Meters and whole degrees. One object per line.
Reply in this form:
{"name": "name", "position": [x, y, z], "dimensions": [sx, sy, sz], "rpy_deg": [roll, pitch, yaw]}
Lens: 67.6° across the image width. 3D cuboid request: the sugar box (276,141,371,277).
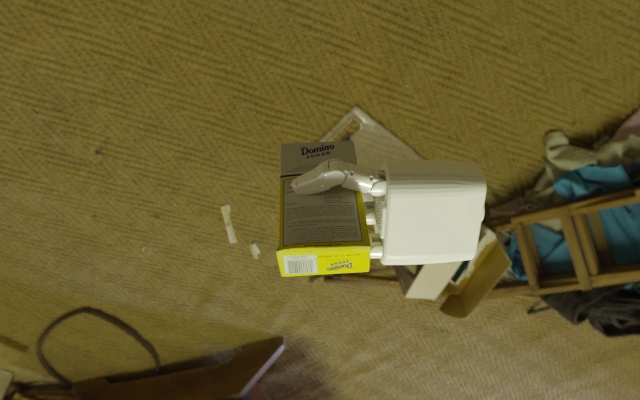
{"name": "sugar box", "position": [0.000, 0.002, 0.535], "dimensions": [0.093, 0.048, 0.176], "rpy_deg": [-2, 41, 0]}
